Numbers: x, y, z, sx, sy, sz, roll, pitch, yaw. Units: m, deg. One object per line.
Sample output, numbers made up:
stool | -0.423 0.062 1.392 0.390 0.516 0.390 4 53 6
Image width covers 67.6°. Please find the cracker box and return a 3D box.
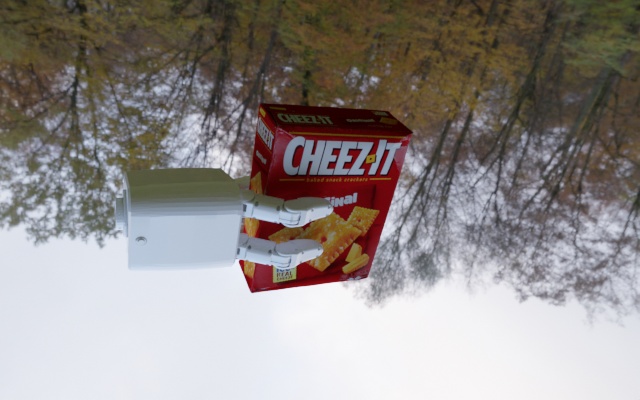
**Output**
cracker box | 0.000 0.002 0.564 0.164 0.214 0.072 -2 32 -25
